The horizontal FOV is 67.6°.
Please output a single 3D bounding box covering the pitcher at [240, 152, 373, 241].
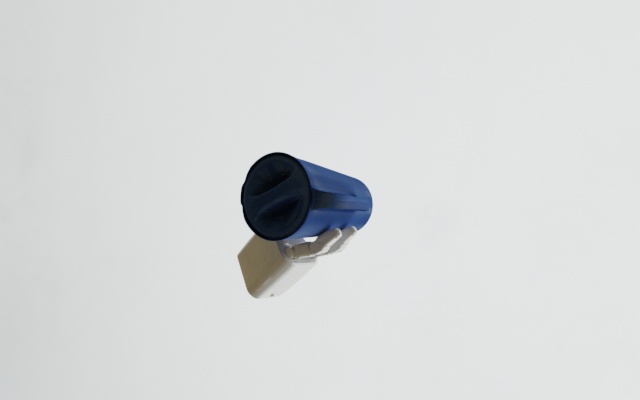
[{"bbox_3d":[0.000,0.003,0.800,0.145,0.149,0.243,-47,-26,21],"label":"pitcher"}]
